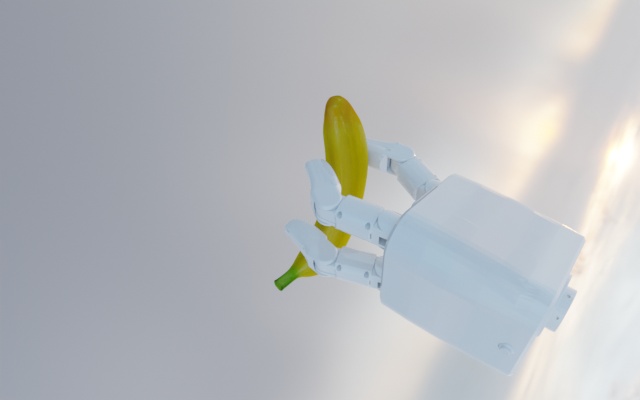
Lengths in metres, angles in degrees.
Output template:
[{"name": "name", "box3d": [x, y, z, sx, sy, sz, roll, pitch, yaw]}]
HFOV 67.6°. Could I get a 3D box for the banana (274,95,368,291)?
[{"name": "banana", "box3d": [0.011, 0.000, 0.430, 0.037, 0.198, 0.069, 33, 32, 29]}]
